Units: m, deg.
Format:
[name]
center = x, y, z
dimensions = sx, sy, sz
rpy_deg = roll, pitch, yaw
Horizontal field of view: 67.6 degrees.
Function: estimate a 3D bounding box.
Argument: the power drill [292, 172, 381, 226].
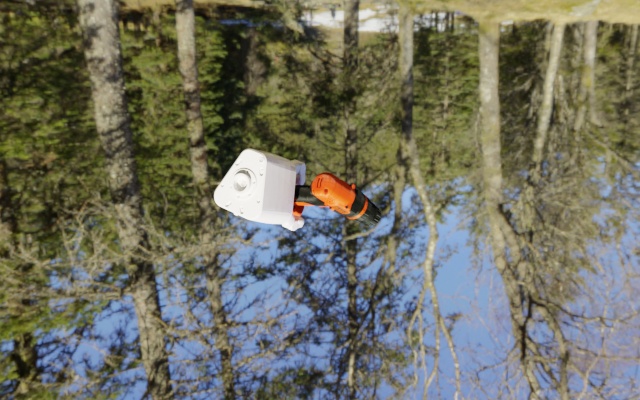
[power drill]
center = 0.000, 0.003, 0.890
dimensions = 0.187, 0.057, 0.184
rpy_deg = -3, -24, 38
